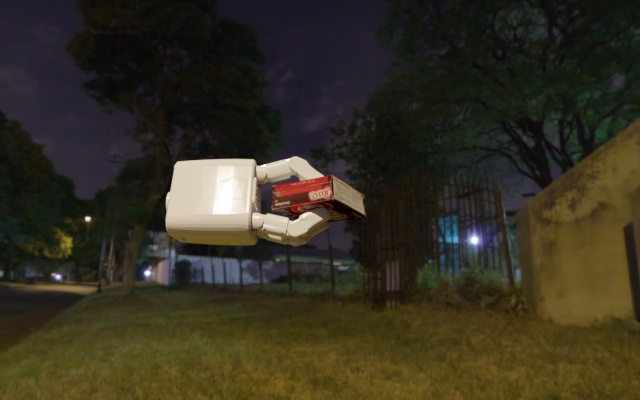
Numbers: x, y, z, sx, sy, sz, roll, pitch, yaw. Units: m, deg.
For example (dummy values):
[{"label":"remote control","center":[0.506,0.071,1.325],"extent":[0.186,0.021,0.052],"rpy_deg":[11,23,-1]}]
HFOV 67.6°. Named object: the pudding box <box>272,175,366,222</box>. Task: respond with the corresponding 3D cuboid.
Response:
[{"label":"pudding box","center":[0.000,0.002,0.648],"extent":[0.090,0.039,0.113],"rpy_deg":[-8,-14,25]}]
